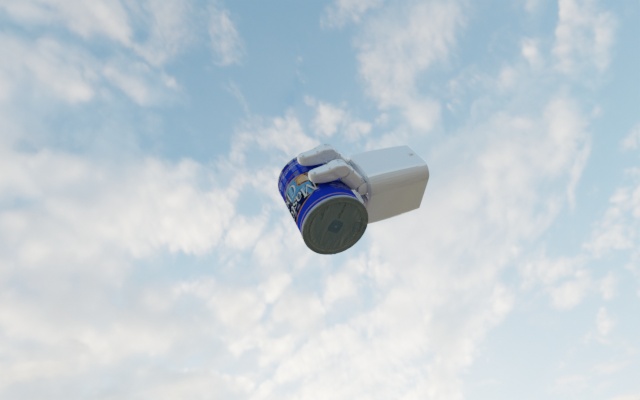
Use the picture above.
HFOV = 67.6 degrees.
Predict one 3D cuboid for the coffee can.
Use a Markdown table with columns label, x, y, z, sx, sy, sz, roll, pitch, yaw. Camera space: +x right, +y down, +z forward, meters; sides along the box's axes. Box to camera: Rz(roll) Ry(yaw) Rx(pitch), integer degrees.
| label | x | y | z | sx | sy | sz | roll | pitch | yaw |
| --- | --- | --- | --- | --- | --- | --- | --- | --- | --- |
| coffee can | 0.000 | 0.003 | 0.746 | 0.103 | 0.103 | 0.140 | 0 | 32 | -23 |
